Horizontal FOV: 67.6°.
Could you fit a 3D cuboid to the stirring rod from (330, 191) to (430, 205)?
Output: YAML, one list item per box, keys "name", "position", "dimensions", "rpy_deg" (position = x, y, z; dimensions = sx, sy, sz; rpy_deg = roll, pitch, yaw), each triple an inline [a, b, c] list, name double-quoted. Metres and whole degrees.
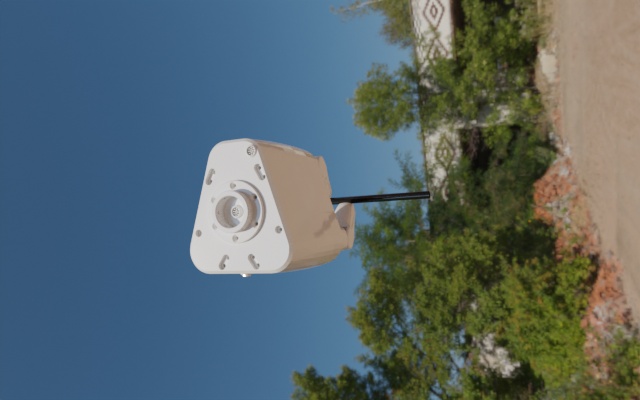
- name: "stirring rod"
  position: [0.000, 0.002, 0.533]
  dimensions: [0.239, 0.011, 0.011]
  rpy_deg: [-4, -2, 21]
